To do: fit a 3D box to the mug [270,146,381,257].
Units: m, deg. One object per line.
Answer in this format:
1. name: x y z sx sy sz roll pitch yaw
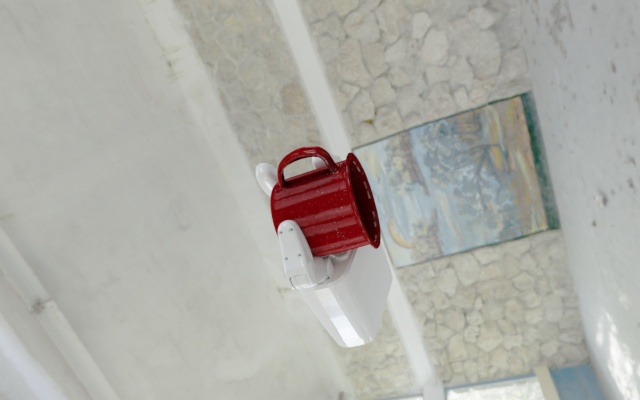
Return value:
1. mug: -0.001 0.001 0.448 0.081 0.117 0.093 -16 36 16
